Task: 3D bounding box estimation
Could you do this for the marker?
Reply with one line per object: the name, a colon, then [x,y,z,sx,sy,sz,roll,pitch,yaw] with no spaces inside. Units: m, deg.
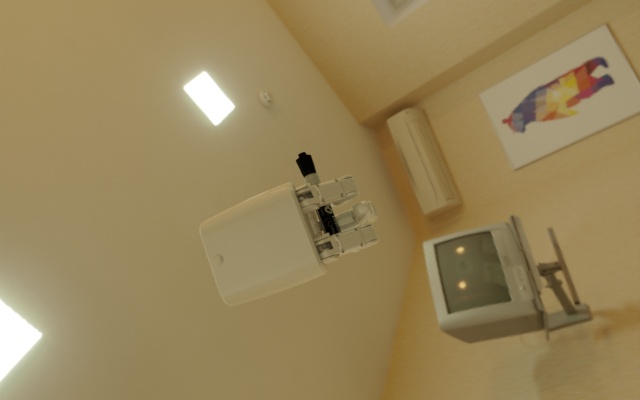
marker: [0.000,0.002,0.528,0.020,0.121,0.020,-20,-12,-5]
